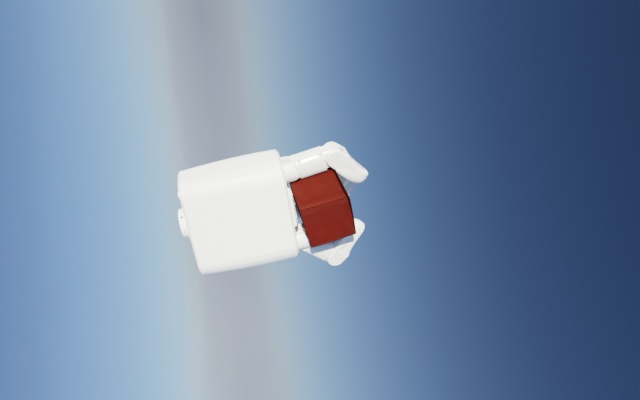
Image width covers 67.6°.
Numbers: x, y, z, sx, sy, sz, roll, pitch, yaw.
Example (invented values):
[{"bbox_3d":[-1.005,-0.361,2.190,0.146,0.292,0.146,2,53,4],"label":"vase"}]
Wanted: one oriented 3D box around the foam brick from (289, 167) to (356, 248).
[{"bbox_3d":[0.000,0.002,0.505,0.051,0.053,0.078,-17,37,-4],"label":"foam brick"}]
